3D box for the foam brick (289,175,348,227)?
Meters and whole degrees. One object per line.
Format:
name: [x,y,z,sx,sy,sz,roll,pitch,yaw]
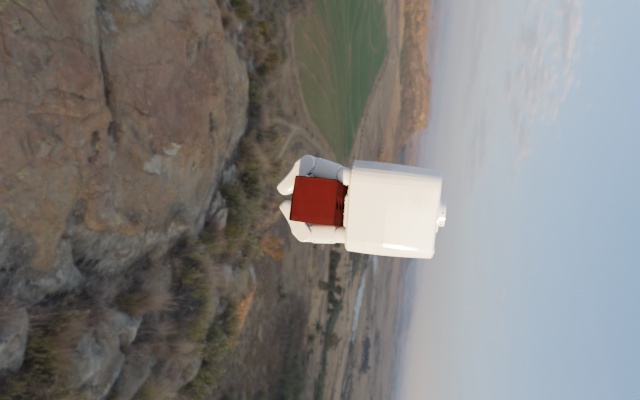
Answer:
foam brick: [0.000,0.002,0.565,0.051,0.053,0.078,7,-1,12]
